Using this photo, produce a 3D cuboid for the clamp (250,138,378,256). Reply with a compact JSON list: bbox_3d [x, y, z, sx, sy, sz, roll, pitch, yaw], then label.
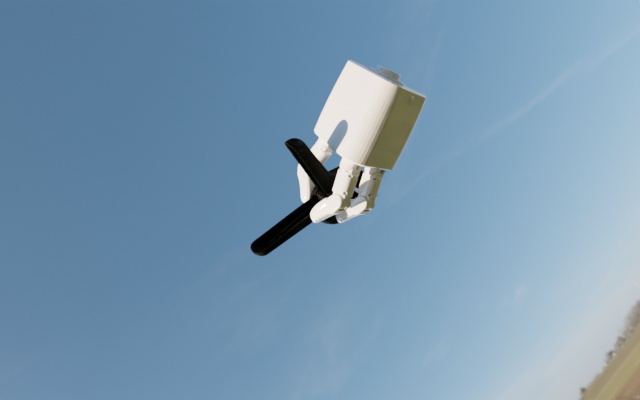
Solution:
[{"bbox_3d":[0.000,0.002,0.657,0.210,0.164,0.036,3,29,-50],"label":"clamp"}]
